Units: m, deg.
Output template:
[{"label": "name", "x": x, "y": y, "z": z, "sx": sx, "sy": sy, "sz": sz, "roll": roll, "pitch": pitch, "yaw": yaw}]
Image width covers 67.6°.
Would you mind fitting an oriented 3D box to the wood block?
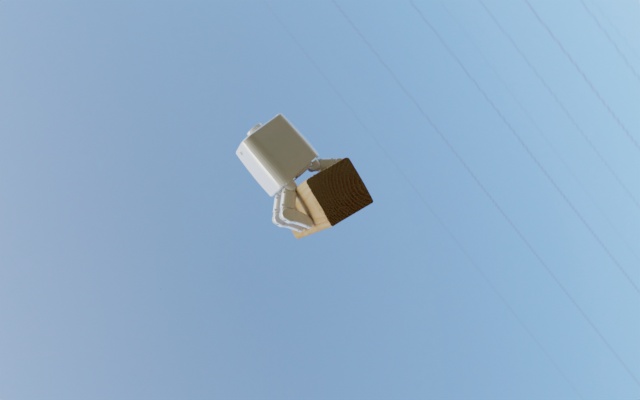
[{"label": "wood block", "x": 0.000, "y": 0.002, "z": 0.876, "sx": 0.091, "sy": 0.090, "sz": 0.206, "roll": -30, "pitch": 1, "yaw": -21}]
